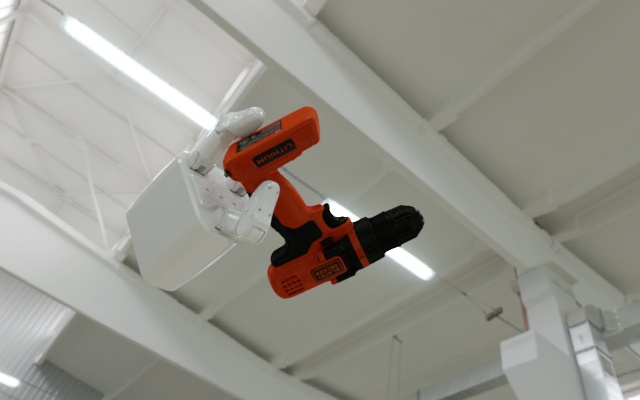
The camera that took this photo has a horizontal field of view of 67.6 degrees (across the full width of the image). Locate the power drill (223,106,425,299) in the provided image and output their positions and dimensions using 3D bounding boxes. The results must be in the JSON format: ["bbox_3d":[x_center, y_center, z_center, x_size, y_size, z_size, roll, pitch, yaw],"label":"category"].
[{"bbox_3d":[0.000,0.001,0.501,0.184,0.188,0.057,-26,24,3],"label":"power drill"}]
